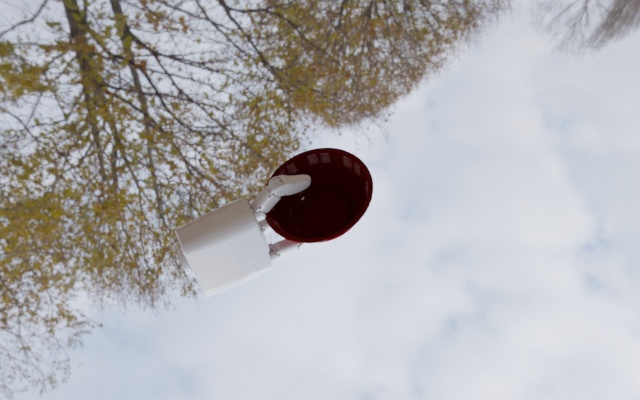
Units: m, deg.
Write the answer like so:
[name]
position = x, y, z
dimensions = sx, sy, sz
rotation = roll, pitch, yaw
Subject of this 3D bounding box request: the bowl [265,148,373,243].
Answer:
[bowl]
position = 0.001, 0.002, 0.691
dimensions = 0.162, 0.162, 0.055
rotation = 0, -33, 17
